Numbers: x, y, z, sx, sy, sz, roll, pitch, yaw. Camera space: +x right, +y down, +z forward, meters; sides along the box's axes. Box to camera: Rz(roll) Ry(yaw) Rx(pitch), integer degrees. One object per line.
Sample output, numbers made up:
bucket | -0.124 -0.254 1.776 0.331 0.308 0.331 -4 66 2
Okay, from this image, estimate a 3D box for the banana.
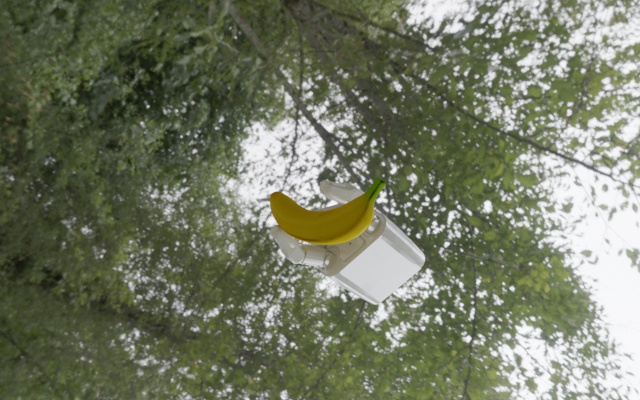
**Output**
banana | -0.004 0.018 0.551 0.198 0.069 0.037 -4 -34 48
